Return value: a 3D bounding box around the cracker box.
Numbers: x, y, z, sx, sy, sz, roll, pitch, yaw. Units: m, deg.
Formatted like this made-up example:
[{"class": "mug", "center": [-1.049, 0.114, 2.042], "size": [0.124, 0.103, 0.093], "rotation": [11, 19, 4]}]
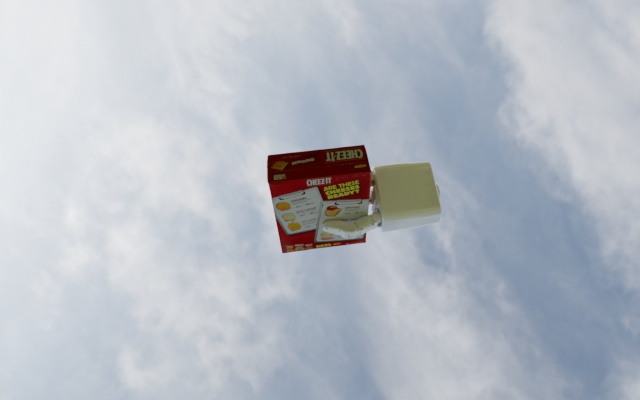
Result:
[{"class": "cracker box", "center": [0.000, 0.003, 0.840], "size": [0.164, 0.072, 0.214], "rotation": [-7, -37, -2]}]
